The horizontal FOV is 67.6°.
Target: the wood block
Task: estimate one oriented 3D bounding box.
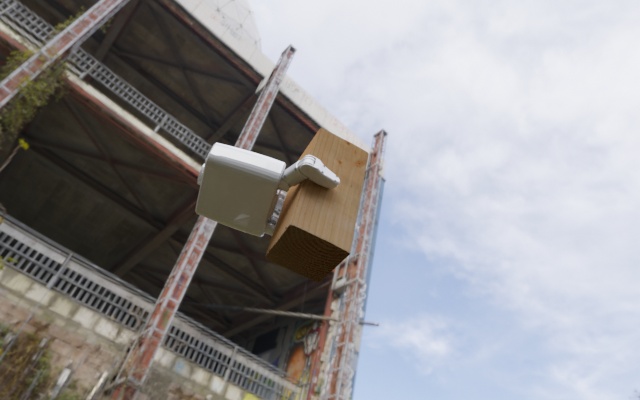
[{"bbox_3d":[0.000,0.002,0.704,0.090,0.206,0.091,27,-45,-12],"label":"wood block"}]
